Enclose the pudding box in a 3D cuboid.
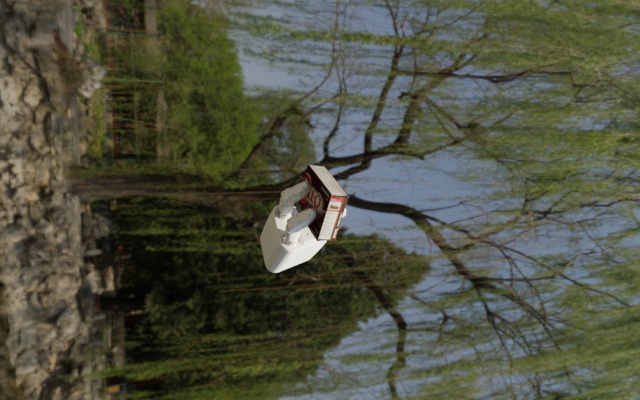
[{"bbox_3d":[0.000,0.003,0.819,0.039,0.090,0.113,1,29,-28],"label":"pudding box"}]
